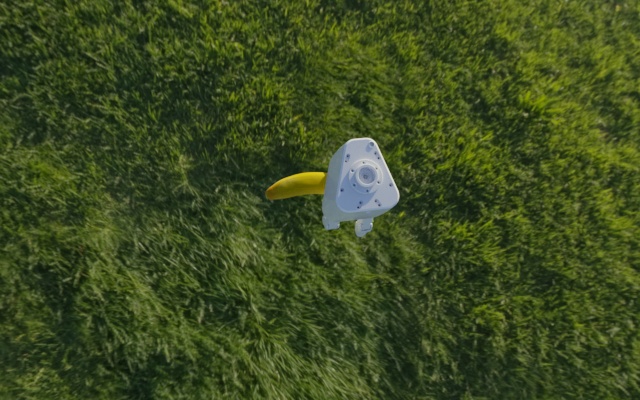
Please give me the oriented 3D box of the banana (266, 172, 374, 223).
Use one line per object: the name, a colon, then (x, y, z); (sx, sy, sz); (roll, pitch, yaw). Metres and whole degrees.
banana: (0.008, -0.015, 0.823); (0.198, 0.069, 0.037); (14, -4, -8)
